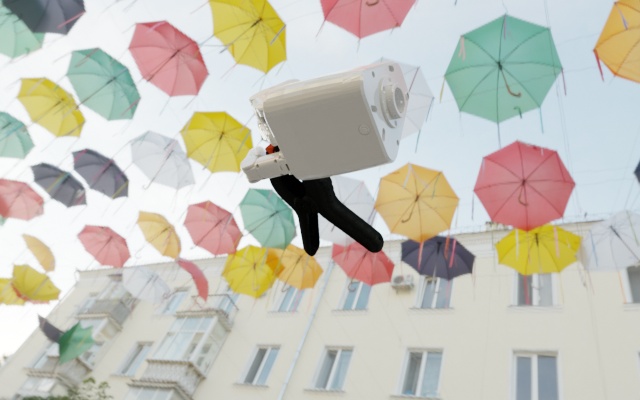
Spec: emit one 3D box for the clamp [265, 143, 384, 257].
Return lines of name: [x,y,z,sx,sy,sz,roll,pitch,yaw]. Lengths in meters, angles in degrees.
clamp: [0.000,0.001,0.549,0.120,0.171,0.039,-5,38,34]
